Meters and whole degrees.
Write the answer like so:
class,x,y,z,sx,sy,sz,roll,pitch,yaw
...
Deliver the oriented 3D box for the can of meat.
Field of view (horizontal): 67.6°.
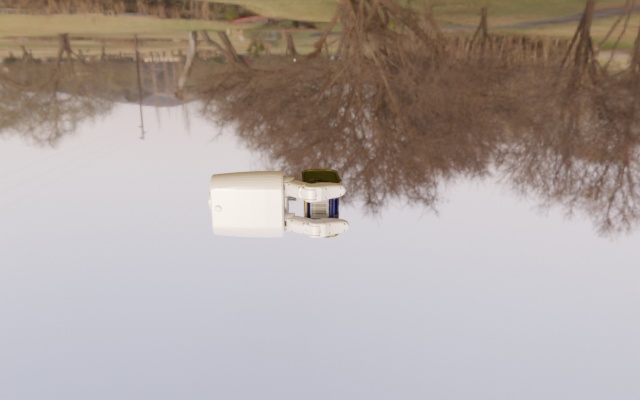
class,x,y,z,sx,sy,sz,roll,pitch,yaw
can of meat,0.000,0.003,0.741,0.057,0.084,0.102,-1,16,-3
